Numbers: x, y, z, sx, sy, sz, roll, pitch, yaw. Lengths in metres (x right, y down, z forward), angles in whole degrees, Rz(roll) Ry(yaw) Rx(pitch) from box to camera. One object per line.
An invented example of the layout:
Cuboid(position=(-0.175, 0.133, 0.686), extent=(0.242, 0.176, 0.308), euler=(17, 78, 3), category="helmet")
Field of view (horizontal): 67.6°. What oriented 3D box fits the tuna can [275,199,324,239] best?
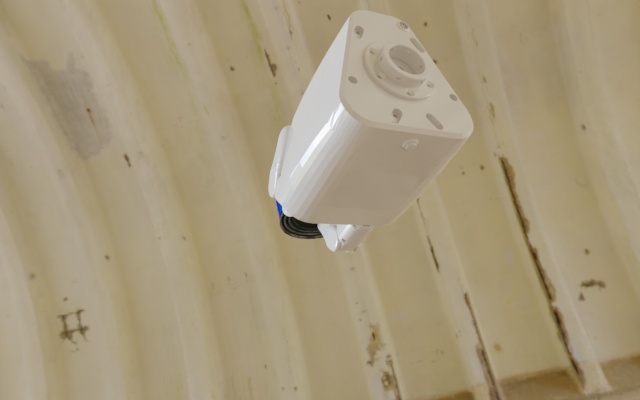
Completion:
Cuboid(position=(0.000, 0.001, 0.459), extent=(0.086, 0.033, 0.086), euler=(-11, -31, -7), category="tuna can")
